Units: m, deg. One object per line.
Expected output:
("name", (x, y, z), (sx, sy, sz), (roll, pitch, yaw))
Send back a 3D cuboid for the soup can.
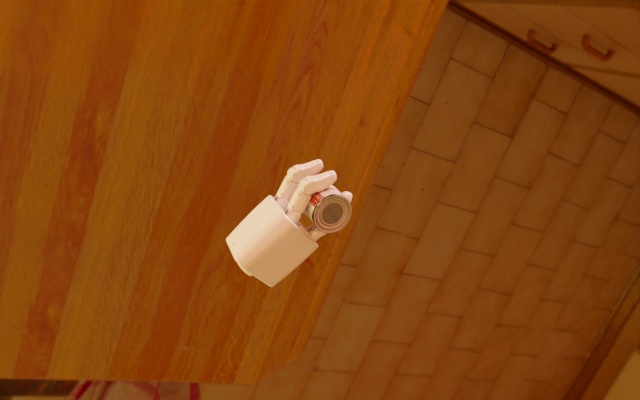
("soup can", (0.001, 0.002, 0.776), (0.068, 0.068, 0.102), (0, 22, -24))
